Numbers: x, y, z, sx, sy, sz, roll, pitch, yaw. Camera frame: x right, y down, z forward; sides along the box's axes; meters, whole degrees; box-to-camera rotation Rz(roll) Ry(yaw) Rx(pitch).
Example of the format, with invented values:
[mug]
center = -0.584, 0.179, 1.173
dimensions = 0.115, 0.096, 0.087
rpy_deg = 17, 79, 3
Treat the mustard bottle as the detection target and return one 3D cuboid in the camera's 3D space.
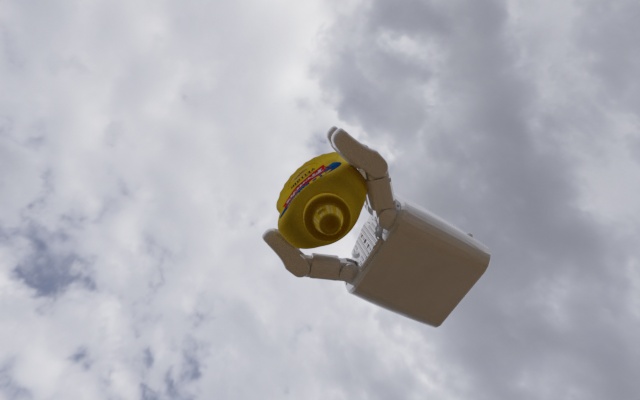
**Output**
[mustard bottle]
center = 0.000, 0.001, 0.473
dimensions = 0.096, 0.058, 0.191
rpy_deg = -40, 12, 3
